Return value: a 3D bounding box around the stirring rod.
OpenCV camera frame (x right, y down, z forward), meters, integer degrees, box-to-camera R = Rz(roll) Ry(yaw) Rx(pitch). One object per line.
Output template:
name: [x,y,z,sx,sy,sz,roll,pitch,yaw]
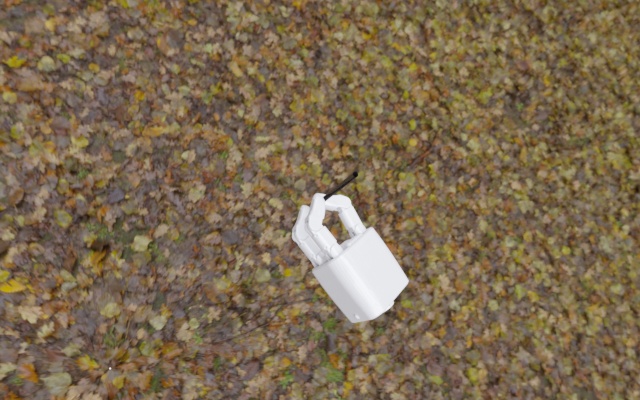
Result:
stirring rod: [0.000,0.002,0.735,0.011,0.011,0.239,0,-18,-24]
